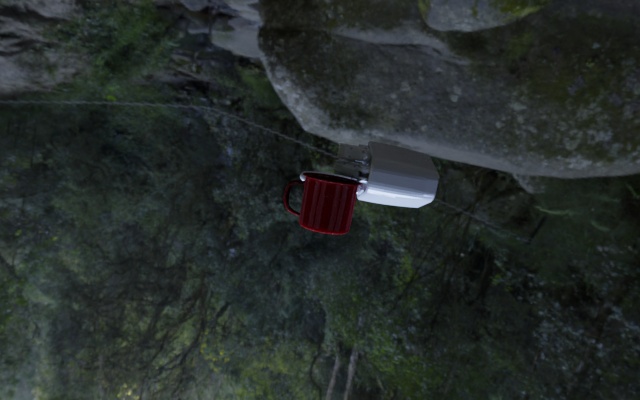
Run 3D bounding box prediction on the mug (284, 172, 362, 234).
[{"bbox_3d":[-0.001,0.002,0.746,0.117,0.081,0.093,10,9,-1],"label":"mug"}]
